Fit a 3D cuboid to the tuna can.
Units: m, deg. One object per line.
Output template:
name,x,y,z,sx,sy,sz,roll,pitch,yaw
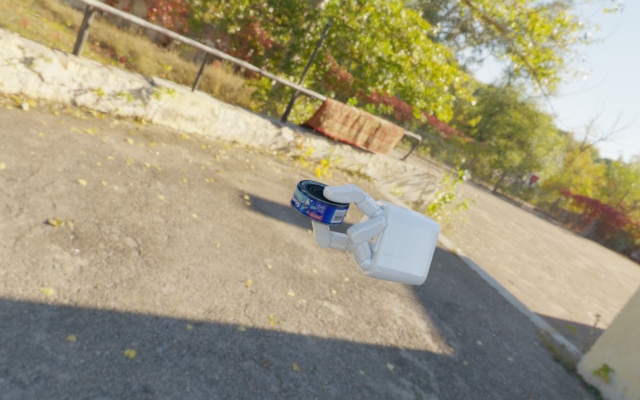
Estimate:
tuna can,0.000,0.002,0.712,0.086,0.034,0.086,20,19,-7
